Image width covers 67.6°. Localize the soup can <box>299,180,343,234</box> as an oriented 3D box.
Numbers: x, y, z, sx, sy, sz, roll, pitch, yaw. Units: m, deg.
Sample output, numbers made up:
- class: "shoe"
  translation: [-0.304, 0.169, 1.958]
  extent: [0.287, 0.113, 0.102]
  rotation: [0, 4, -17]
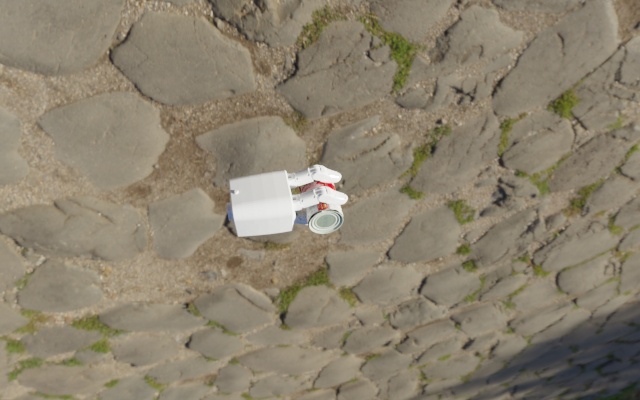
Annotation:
- class: "soup can"
  translation: [0.001, 0.003, 0.893]
  extent: [0.068, 0.102, 0.069]
  rotation: [-8, -41, -7]
